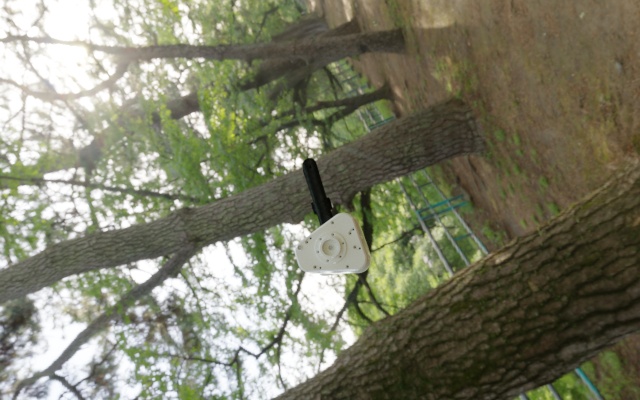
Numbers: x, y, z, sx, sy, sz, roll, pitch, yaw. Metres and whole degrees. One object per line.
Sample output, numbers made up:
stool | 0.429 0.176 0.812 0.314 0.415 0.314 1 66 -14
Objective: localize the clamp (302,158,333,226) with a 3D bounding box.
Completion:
clamp | 0.000 0.003 0.856 0.039 0.171 0.120 -21 -10 4
